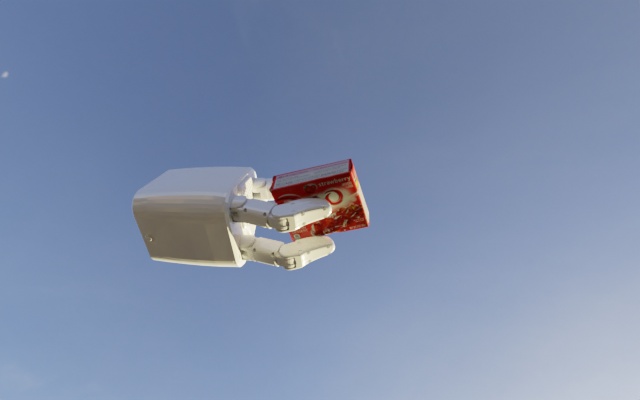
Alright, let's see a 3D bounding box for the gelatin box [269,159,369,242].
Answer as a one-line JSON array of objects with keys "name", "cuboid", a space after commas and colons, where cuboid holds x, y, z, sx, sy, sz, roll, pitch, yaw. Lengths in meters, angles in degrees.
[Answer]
[{"name": "gelatin box", "cuboid": [0.000, 0.001, 0.505, 0.089, 0.073, 0.030, -12, 34, 13]}]
